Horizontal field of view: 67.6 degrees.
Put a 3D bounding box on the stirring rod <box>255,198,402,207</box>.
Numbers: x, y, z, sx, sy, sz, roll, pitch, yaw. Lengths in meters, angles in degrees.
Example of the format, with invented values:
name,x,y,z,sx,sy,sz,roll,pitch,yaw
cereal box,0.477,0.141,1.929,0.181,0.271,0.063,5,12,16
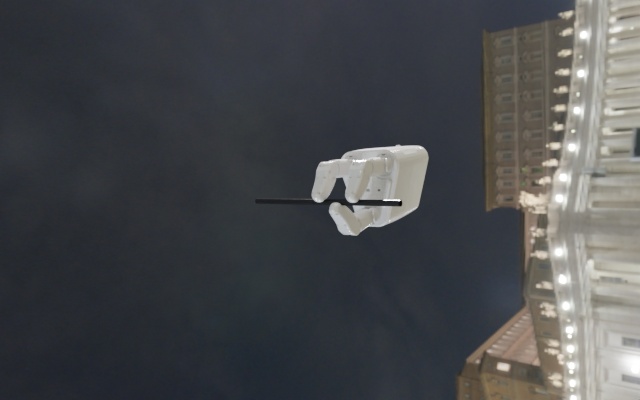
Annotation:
name,x,y,z,sx,sy,sz,roll,pitch,yaw
stirring rod,0.000,0.002,0.637,0.239,0.011,0.011,1,0,38
